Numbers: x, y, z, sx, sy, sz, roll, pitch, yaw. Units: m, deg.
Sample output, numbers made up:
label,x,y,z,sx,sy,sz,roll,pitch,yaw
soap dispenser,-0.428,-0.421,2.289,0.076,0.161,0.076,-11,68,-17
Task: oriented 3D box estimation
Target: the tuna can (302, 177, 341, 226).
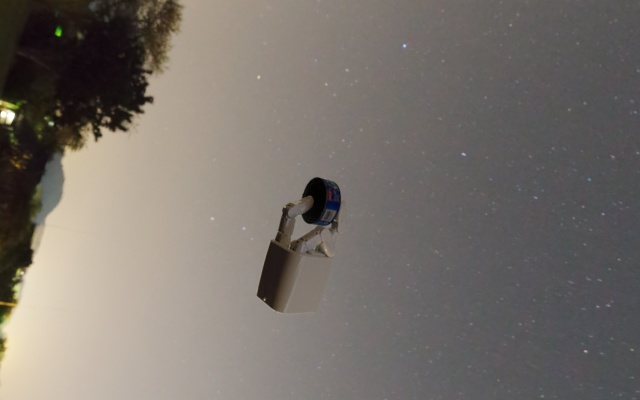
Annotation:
label,x,y,z,sx,sy,sz,roll,pitch,yaw
tuna can,0.001,0.003,0.862,0.034,0.086,0.086,12,-6,-32
